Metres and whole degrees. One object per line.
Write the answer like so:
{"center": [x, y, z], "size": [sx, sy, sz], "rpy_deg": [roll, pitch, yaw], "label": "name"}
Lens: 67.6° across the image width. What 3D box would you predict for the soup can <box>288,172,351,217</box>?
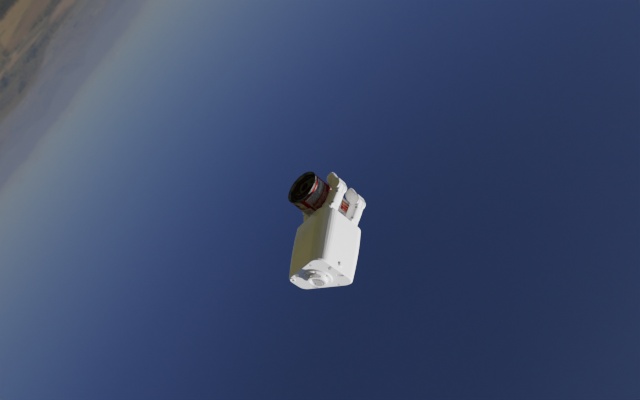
{"center": [0.000, 0.003, 0.881], "size": [0.102, 0.068, 0.068], "rpy_deg": [38, -22, -31], "label": "soup can"}
